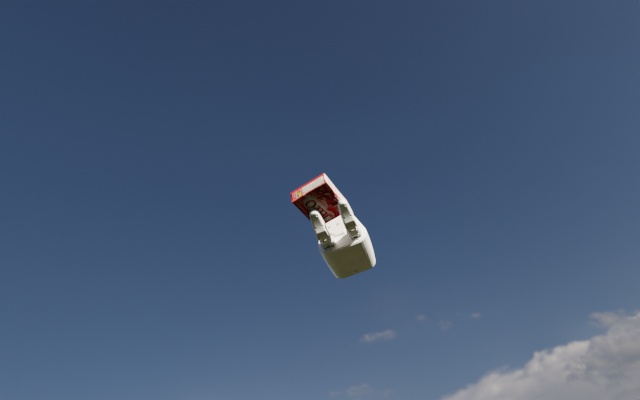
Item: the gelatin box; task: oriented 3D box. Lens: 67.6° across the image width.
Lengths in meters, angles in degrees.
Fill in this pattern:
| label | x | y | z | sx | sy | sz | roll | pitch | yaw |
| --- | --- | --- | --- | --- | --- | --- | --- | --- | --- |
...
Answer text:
| label | x | y | z | sx | sy | sz | roll | pitch | yaw |
| --- | --- | --- | --- | --- | --- | --- | --- | --- | --- |
| gelatin box | 0.000 | 0.002 | 0.866 | 0.073 | 0.030 | 0.089 | -30 | -50 | 14 |
